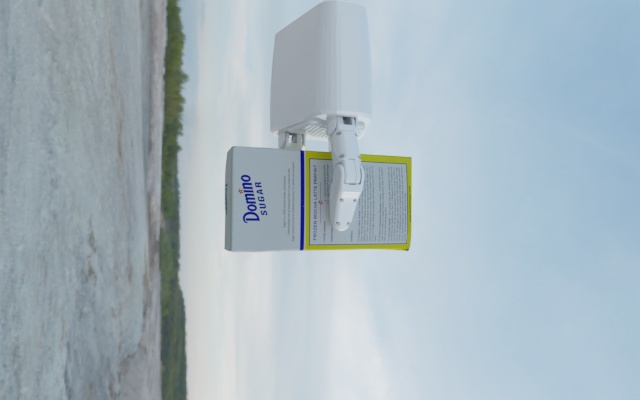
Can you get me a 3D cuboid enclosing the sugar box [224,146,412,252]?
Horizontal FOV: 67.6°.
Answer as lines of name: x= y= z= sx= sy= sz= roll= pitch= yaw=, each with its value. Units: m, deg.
sugar box: x=0.000 y=0.001 z=0.450 sx=0.176 sy=0.093 sz=0.048 roll=2 pitch=-4 yaw=-18
